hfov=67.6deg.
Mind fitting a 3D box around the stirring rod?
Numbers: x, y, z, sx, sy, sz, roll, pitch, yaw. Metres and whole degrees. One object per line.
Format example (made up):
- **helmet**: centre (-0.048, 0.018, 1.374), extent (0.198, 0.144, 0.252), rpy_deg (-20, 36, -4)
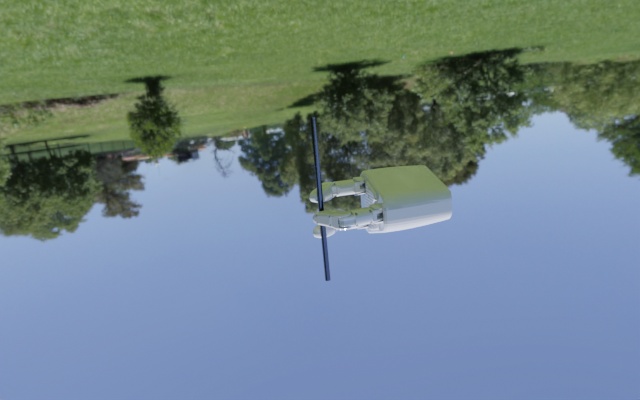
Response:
- **stirring rod**: centre (0.000, 0.002, 0.683), extent (0.011, 0.239, 0.011), rpy_deg (-5, 14, 1)
